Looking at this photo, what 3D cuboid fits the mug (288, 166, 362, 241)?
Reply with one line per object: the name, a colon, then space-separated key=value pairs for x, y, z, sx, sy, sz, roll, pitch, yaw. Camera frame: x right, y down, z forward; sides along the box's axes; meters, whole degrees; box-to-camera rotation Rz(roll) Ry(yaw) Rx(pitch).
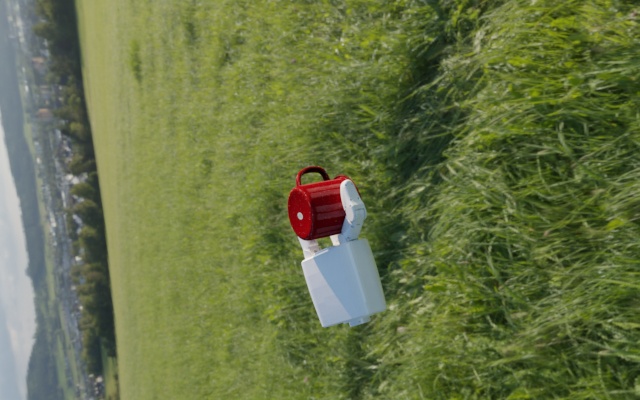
mug: x=0.000 y=0.001 z=0.711 sx=0.081 sy=0.117 sz=0.093 roll=-11 pitch=-16 yaw=-30
